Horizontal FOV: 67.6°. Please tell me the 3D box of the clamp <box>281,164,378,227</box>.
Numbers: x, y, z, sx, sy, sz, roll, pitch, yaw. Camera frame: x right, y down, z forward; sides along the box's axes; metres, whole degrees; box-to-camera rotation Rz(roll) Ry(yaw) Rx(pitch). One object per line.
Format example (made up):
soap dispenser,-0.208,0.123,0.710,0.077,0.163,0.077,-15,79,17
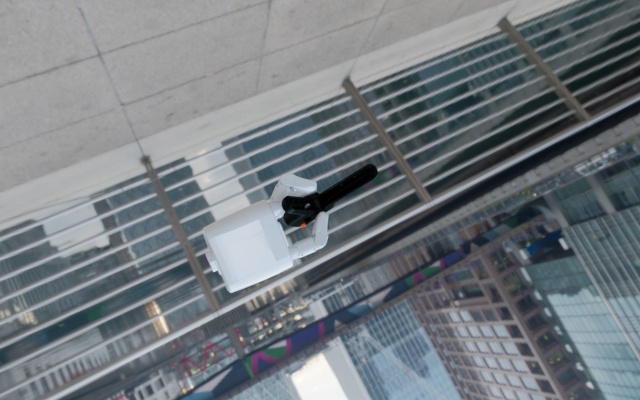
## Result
clamp,0.000,0.004,0.792,0.164,0.036,0.210,-22,-10,-17
